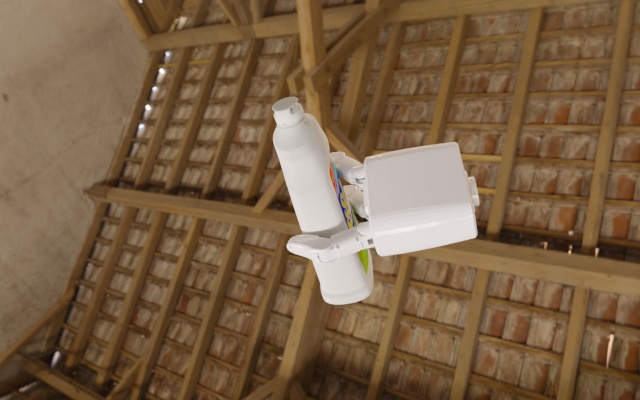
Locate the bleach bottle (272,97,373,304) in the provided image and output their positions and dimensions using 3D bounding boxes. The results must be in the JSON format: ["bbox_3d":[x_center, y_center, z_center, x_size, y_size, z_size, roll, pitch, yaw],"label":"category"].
[{"bbox_3d":[0.000,0.002,0.553,0.068,0.251,0.102,-12,36,12],"label":"bleach bottle"}]
